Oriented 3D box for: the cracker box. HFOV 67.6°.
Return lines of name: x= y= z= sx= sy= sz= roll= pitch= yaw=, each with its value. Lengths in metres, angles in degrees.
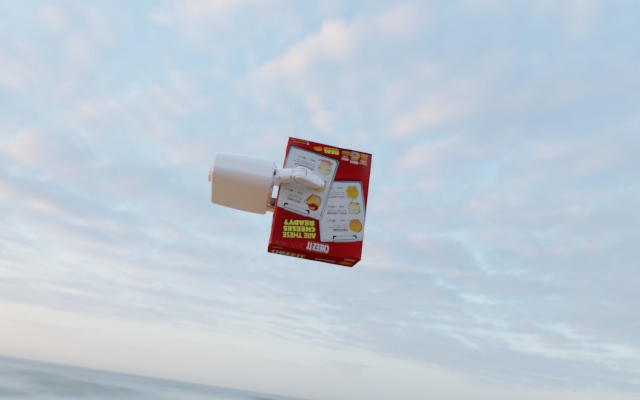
cracker box: x=0.000 y=0.003 z=0.882 sx=0.164 sy=0.213 sz=0.072 roll=11 pitch=-22 yaw=-7
